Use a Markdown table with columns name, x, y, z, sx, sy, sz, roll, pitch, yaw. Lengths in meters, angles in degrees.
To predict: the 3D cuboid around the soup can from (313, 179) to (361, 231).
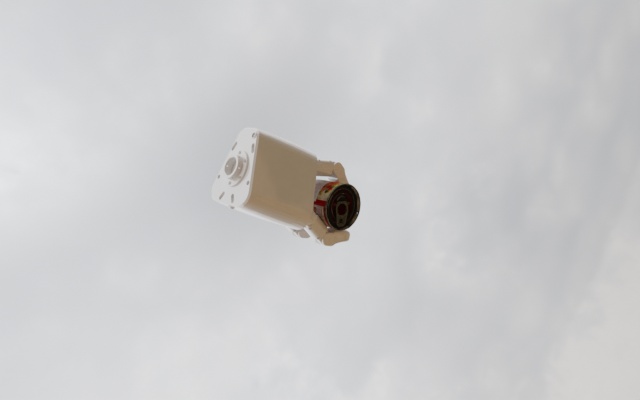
| name | x | y | z | sx | sy | sz | roll | pitch | yaw |
| --- | --- | --- | --- | --- | --- | --- | --- | --- | --- |
| soup can | 0.000 | 0.002 | 0.712 | 0.068 | 0.068 | 0.102 | 0 | 8 | -42 |
